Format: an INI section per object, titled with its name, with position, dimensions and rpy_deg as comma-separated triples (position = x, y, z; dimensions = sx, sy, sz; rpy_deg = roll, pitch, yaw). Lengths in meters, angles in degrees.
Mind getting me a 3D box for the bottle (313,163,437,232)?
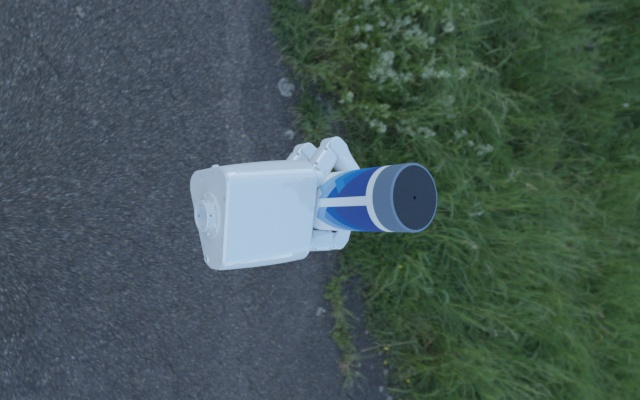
[bottle]
position = 0.000, 0.002, 0.569
dimensions = 0.069, 0.069, 0.296
rpy_deg = 0, -2, -38
